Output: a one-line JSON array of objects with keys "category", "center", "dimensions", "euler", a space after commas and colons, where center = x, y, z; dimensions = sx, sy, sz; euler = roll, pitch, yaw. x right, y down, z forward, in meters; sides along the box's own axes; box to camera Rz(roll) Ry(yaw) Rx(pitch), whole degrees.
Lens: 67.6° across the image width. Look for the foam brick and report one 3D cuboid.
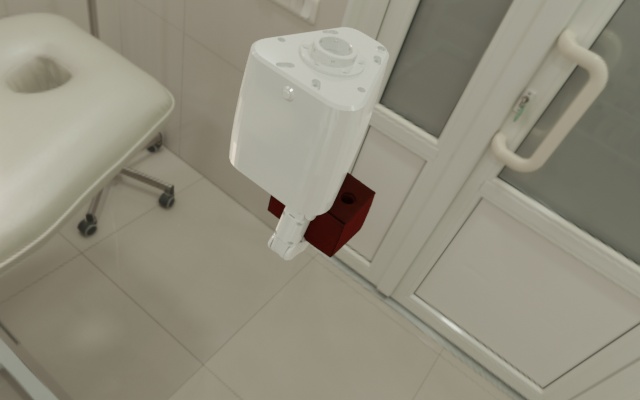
[{"category": "foam brick", "center": [0.000, 0.002, 0.430], "dimensions": [0.078, 0.051, 0.053], "euler": [36, 47, 14]}]
